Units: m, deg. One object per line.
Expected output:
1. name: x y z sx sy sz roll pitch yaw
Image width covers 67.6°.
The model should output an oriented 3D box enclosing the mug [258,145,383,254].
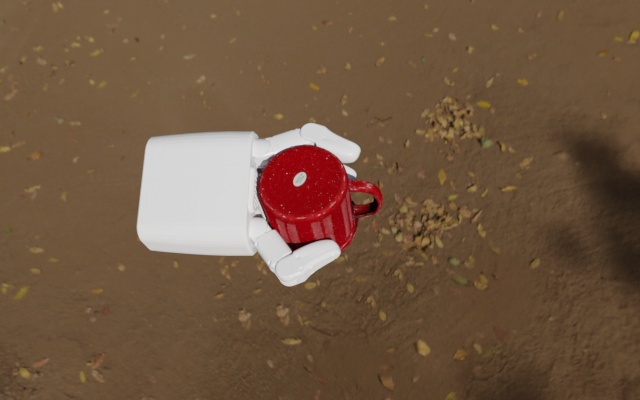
1. mug: 0.001 0.001 0.452 0.117 0.093 0.081 -1 -29 6
